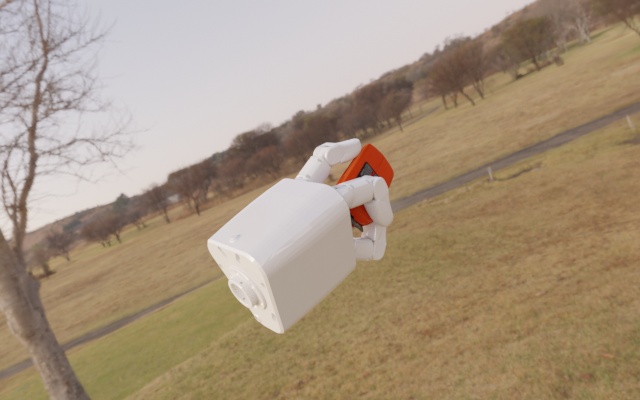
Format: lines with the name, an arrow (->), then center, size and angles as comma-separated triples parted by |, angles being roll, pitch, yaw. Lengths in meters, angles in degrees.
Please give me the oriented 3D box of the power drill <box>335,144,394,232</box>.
power drill -> 0.000, 0.002, 0.596 | 0.188, 0.057, 0.184 | -29, 22, 42
